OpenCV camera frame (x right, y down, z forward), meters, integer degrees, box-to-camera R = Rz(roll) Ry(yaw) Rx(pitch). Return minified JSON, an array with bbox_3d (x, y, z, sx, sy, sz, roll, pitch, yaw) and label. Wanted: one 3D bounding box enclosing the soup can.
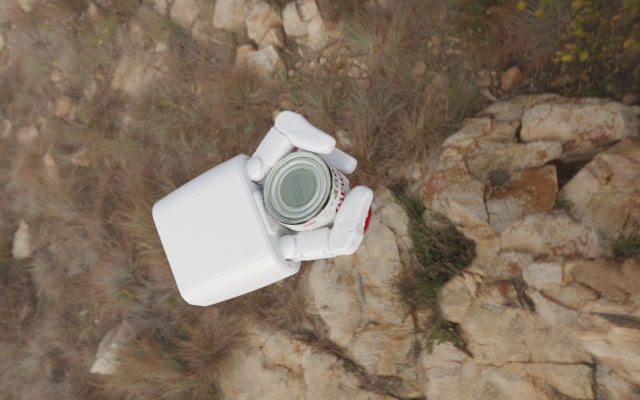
[{"bbox_3d":[0.000,0.001,0.446,0.068,0.068,0.102,0,-15,26],"label":"soup can"}]
